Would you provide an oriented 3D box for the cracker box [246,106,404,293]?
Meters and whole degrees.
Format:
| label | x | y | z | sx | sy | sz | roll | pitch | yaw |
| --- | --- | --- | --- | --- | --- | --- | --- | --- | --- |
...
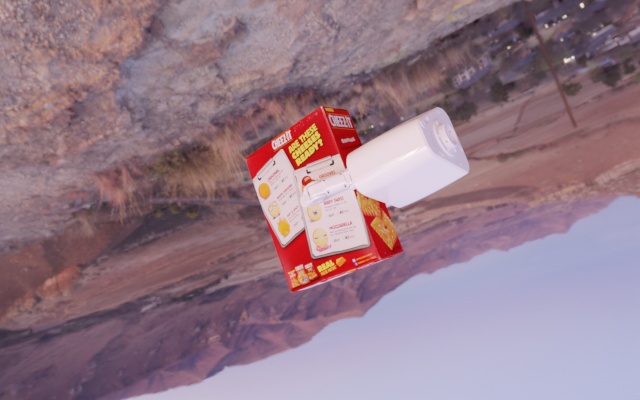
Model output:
| label | x | y | z | sx | sy | sz | roll | pitch | yaw |
| --- | --- | --- | --- | --- | --- | --- | --- | --- | --- |
| cracker box | 0.000 | 0.002 | 0.673 | 0.164 | 0.213 | 0.072 | -28 | -13 | 36 |
